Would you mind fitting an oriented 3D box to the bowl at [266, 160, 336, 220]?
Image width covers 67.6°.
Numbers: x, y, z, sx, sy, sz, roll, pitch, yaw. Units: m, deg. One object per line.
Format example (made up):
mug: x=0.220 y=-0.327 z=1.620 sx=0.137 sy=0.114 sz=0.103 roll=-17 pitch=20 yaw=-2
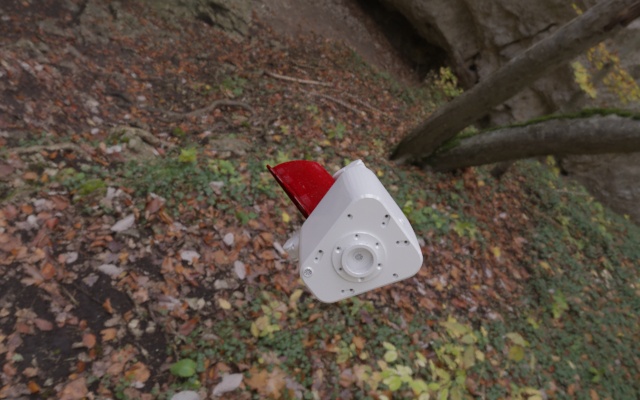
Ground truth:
bowl: x=0.000 y=0.001 z=0.621 sx=0.055 sy=0.162 sz=0.162 roll=-39 pitch=4 yaw=-5
